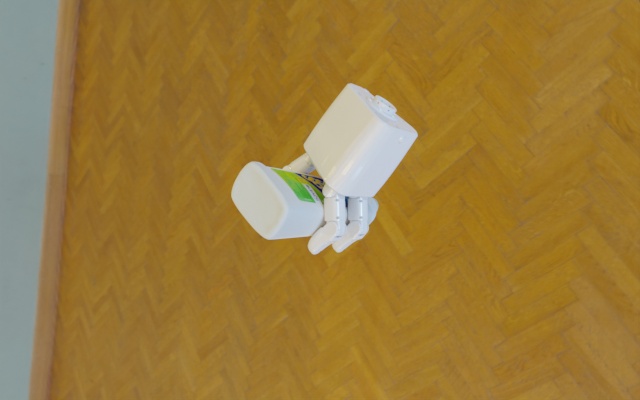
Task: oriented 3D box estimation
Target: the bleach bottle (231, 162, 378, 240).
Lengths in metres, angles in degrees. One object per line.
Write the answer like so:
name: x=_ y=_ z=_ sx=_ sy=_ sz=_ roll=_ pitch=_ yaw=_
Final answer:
bleach bottle: x=0.000 y=0.002 z=0.680 sx=0.251 sy=0.068 sz=0.102 roll=1 pitch=40 yaw=-52
